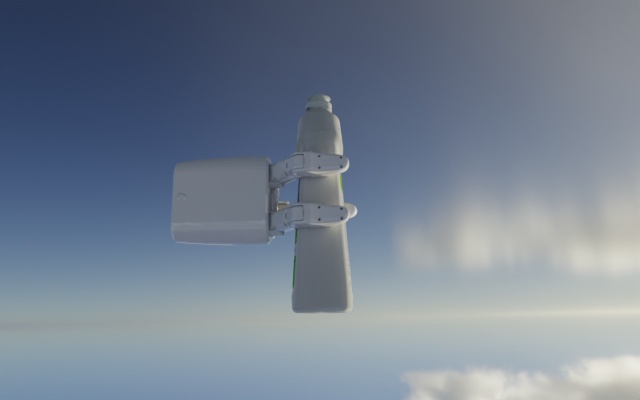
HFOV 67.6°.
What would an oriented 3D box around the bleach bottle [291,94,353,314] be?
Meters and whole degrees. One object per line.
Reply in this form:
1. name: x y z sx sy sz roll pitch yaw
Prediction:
1. bleach bottle: 0.000 0.002 0.554 0.068 0.250 0.102 -1 -14 0
